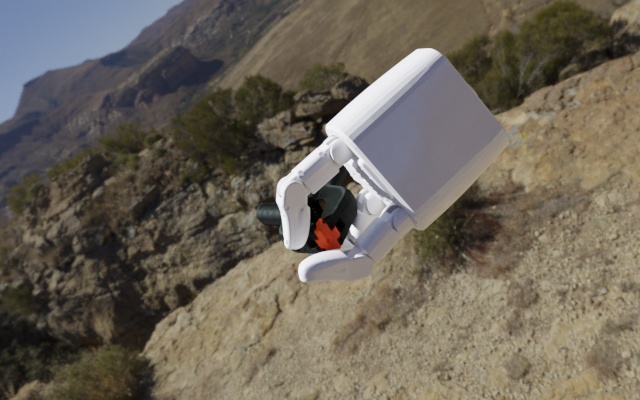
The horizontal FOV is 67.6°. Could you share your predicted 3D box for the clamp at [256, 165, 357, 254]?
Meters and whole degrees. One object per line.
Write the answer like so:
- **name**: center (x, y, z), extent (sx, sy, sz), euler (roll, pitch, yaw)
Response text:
- **clamp**: center (0.000, 0.001, 0.473), extent (0.120, 0.039, 0.171), euler (-42, 23, -5)
